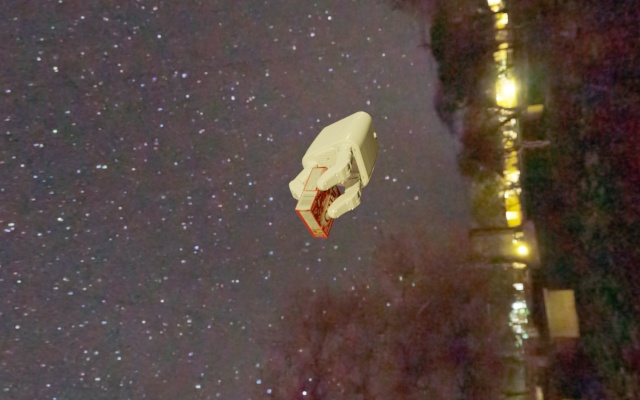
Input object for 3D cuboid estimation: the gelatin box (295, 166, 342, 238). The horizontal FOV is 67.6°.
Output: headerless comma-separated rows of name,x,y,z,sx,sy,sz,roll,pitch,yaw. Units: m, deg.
gelatin box,0.000,0.003,0.753,0.030,0.089,0.073,1,-39,28
